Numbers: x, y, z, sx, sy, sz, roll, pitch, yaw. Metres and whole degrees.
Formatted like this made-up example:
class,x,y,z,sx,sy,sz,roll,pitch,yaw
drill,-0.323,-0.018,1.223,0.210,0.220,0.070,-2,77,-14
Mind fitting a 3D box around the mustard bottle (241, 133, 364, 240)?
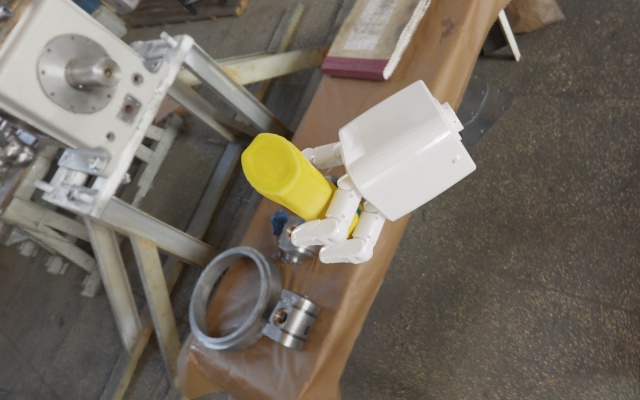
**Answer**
class,x,y,z,sx,sy,sz,roll,pitch,yaw
mustard bottle,0.000,0.002,0.537,0.096,0.058,0.192,41,2,44
